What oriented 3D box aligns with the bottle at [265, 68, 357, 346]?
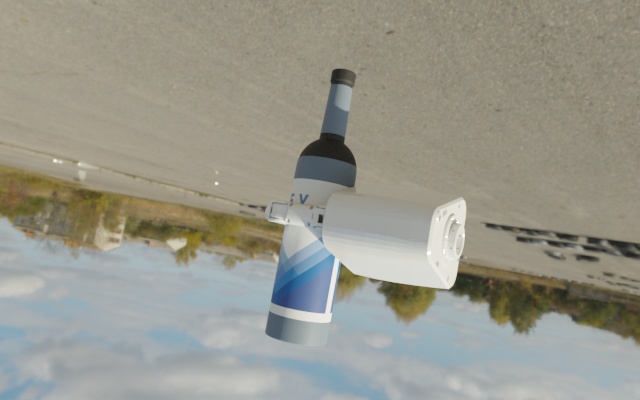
[{"bbox_3d":[0.000,0.002,0.520,0.069,0.295,0.069,10,-5,1],"label":"bottle"}]
